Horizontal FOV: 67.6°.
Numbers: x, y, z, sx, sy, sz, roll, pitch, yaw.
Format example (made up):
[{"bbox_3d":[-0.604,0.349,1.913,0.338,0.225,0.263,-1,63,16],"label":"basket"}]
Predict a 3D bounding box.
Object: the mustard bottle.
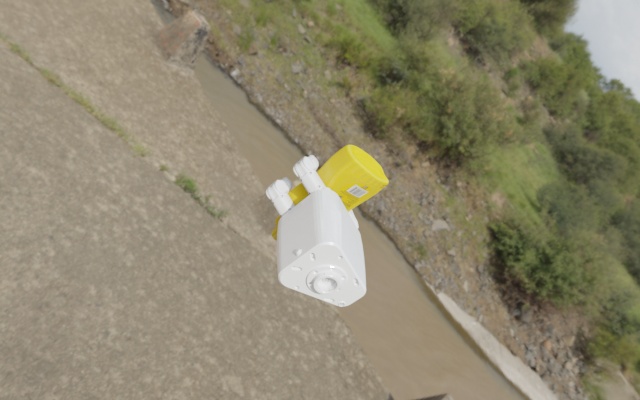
[{"bbox_3d":[0.000,0.002,0.703,0.192,0.058,0.096,-38,-36,22],"label":"mustard bottle"}]
